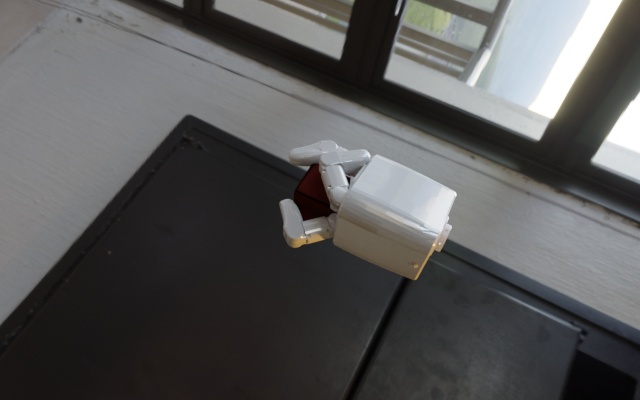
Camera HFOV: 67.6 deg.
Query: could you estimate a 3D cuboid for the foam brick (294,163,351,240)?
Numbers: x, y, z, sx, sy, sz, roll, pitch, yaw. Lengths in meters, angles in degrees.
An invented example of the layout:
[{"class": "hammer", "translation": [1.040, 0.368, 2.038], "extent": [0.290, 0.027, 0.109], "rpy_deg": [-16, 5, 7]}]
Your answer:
[{"class": "foam brick", "translation": [0.000, 0.002, 0.594], "extent": [0.051, 0.053, 0.078], "rpy_deg": [24, -32, 11]}]
